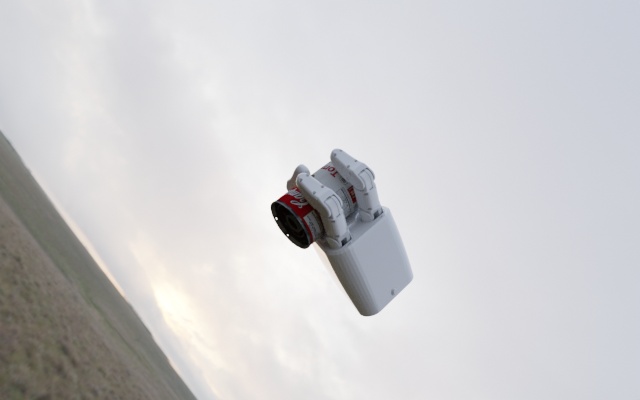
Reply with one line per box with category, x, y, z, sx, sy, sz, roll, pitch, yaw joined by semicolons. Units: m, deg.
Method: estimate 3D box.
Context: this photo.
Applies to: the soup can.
soup can;0.000;0.001;0.576;0.102;0.068;0.068;-37;18;-25
